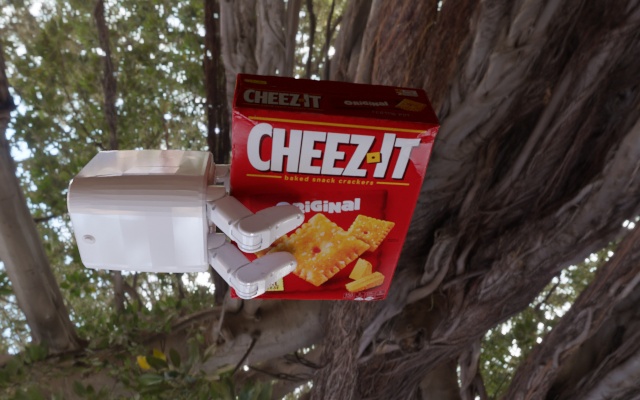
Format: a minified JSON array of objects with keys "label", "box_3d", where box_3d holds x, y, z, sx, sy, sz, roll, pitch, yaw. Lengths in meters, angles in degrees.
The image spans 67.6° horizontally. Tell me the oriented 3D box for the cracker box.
[{"label":"cracker box","box_3d":[0.000,0.001,0.445,0.164,0.214,0.072,3,39,-8]}]
